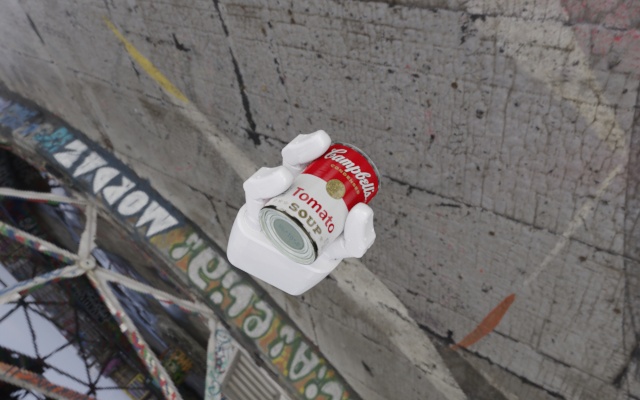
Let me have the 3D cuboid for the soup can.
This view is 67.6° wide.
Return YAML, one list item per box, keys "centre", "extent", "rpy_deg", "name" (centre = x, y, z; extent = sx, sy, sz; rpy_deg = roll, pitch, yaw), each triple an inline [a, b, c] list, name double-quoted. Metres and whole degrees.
- centre: [0.000, 0.001, 0.441]
  extent: [0.068, 0.068, 0.102]
  rpy_deg: [0, 37, 49]
  name: "soup can"
